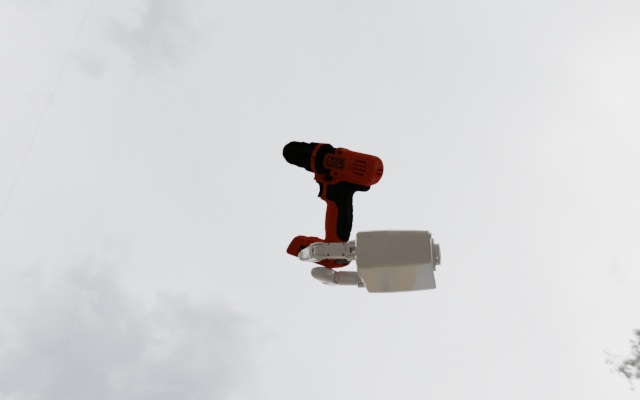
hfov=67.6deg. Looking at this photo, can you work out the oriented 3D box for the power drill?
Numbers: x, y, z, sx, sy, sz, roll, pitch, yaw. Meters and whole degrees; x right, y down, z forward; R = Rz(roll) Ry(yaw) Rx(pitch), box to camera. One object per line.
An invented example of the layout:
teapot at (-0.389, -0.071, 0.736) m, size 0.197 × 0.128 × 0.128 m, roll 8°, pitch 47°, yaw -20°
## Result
power drill at (0.000, 0.003, 0.762) m, size 0.184 × 0.187 × 0.057 m, roll 16°, pitch 9°, yaw 35°
